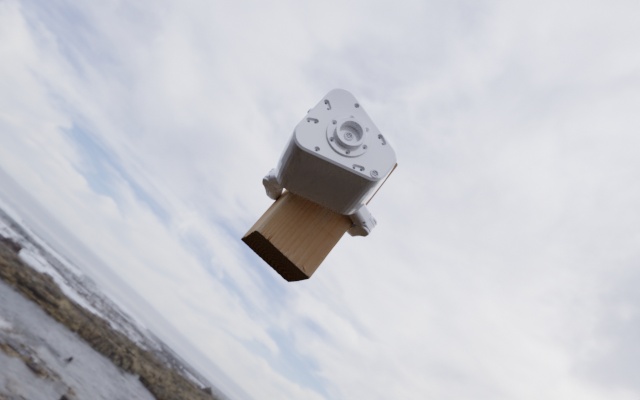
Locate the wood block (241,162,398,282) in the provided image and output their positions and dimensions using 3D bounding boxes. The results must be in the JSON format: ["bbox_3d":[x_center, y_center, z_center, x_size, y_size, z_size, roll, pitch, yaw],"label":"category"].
[{"bbox_3d":[0.001,0.002,0.648,0.091,0.206,0.090,44,-24,-8],"label":"wood block"}]
